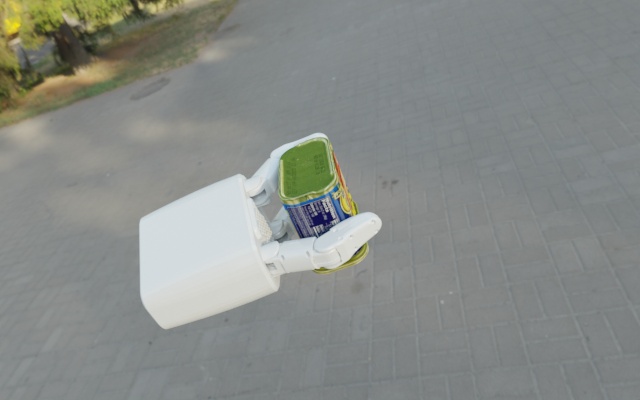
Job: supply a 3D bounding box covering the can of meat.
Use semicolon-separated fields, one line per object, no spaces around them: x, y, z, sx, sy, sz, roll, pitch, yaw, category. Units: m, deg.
0.000;0.001;0.440;0.057;0.084;0.102;-19;33;7;can of meat
